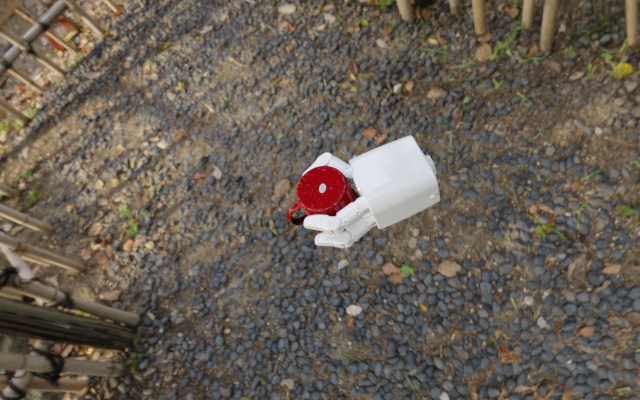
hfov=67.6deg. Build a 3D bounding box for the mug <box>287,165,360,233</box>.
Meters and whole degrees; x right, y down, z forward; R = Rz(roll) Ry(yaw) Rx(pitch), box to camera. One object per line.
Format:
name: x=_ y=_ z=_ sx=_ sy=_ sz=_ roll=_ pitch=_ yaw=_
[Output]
mug: x=-0.001 y=0.003 z=0.754 sx=0.117 sy=0.093 sz=0.081 roll=-25 pitch=-30 yaw=4
